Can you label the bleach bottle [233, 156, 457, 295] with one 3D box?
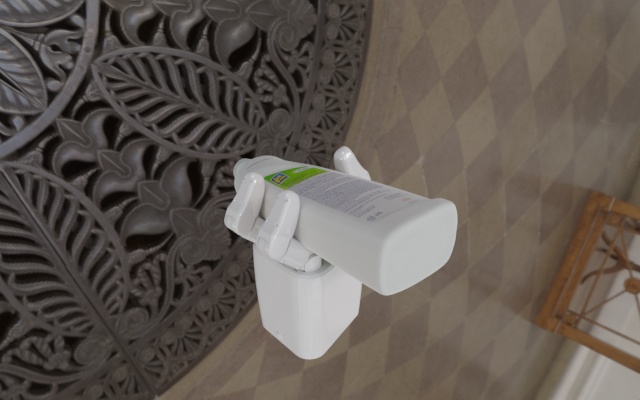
[{"bbox_3d":[0.000,0.002,0.472,0.102,0.068,0.250,-20,32,-36],"label":"bleach bottle"}]
